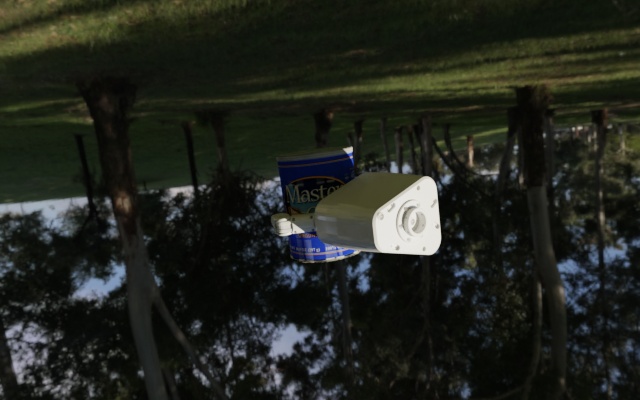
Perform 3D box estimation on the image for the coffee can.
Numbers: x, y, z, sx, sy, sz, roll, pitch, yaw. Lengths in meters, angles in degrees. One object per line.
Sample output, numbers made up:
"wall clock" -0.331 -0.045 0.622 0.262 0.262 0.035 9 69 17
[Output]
"coffee can" 0.000 0.002 0.649 0.103 0.140 0.103 -7 9 1
